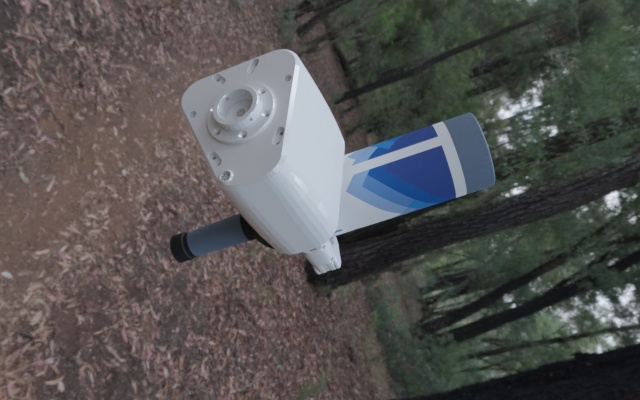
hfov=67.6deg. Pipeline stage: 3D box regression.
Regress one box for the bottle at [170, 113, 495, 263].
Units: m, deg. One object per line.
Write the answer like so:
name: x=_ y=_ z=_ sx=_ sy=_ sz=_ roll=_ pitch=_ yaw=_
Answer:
bottle: x=0.000 y=0.001 z=0.434 sx=0.296 sy=0.069 sz=0.069 roll=-18 pitch=-3 yaw=10
